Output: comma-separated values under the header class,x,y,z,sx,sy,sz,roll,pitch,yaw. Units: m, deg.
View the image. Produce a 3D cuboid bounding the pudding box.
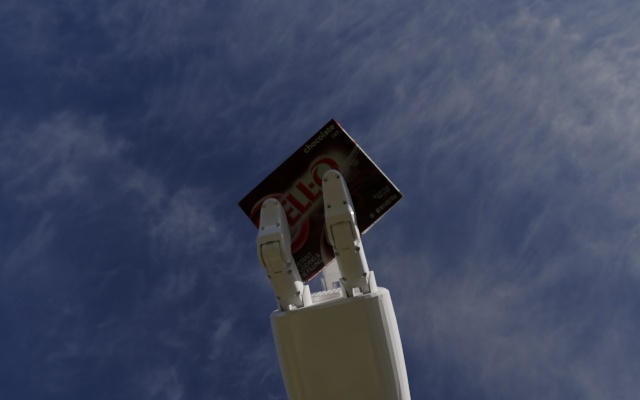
class,x,y,z,sx,sy,sz,roll,pitch,yaw
pudding box,0.000,0.001,0.411,0.113,0.090,0.039,-41,-9,3
